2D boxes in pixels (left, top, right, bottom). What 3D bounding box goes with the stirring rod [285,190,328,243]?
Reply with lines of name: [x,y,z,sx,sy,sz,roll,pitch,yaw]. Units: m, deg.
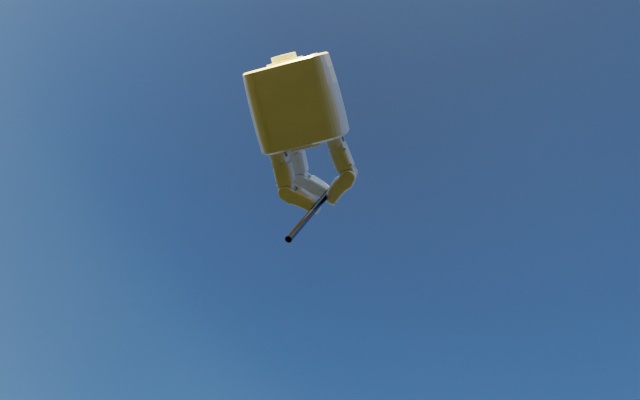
stirring rod: [0.000,0.002,0.629,0.011,0.011,0.239,0,20,18]
